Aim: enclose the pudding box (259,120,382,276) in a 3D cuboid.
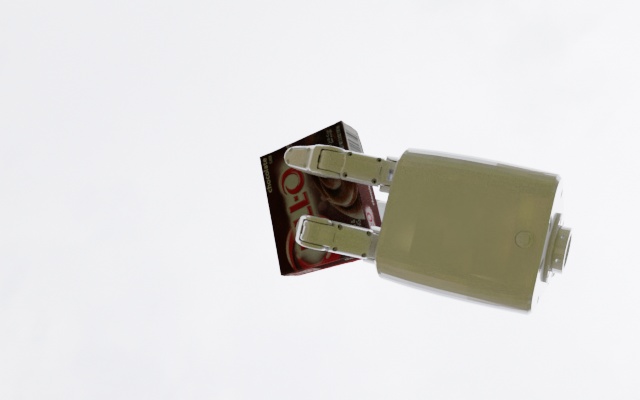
[{"bbox_3d":[0.000,0.001,0.410,0.090,0.113,0.039,-20,-18,28],"label":"pudding box"}]
